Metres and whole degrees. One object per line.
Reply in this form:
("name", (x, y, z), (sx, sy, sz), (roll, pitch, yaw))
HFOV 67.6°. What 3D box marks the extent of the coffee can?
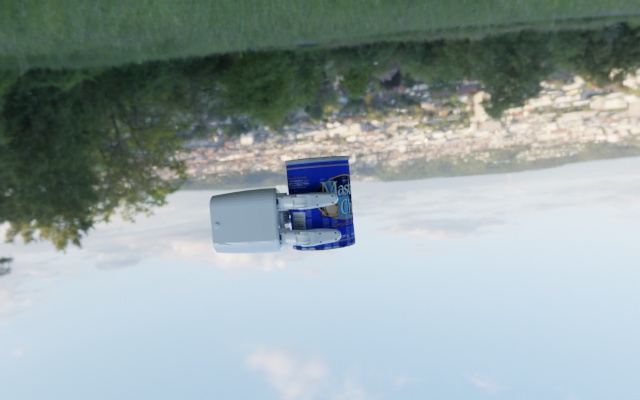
("coffee can", (0.000, 0.002, 0.763), (0.103, 0.140, 0.103), (-5, 3, 0))
